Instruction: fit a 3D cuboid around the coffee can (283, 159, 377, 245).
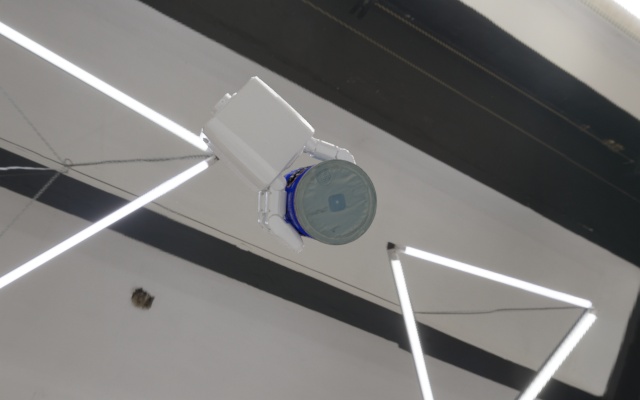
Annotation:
[{"bbox_3d":[0.000,0.002,0.631,0.103,0.103,0.140,0,0,-17],"label":"coffee can"}]
